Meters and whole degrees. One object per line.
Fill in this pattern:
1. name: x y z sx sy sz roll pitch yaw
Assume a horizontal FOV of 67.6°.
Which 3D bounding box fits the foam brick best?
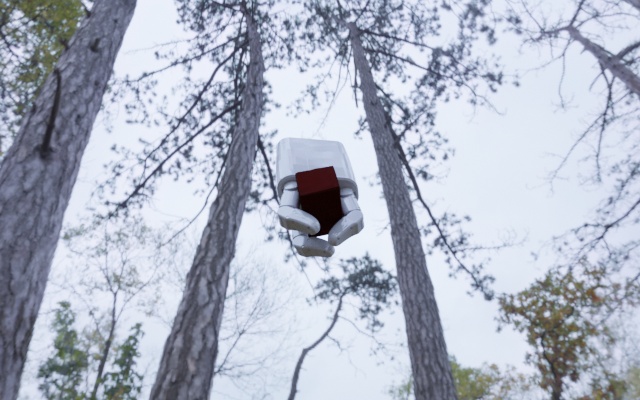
1. foam brick: 0.000 0.002 0.627 0.053 0.078 0.051 -11 41 -1
